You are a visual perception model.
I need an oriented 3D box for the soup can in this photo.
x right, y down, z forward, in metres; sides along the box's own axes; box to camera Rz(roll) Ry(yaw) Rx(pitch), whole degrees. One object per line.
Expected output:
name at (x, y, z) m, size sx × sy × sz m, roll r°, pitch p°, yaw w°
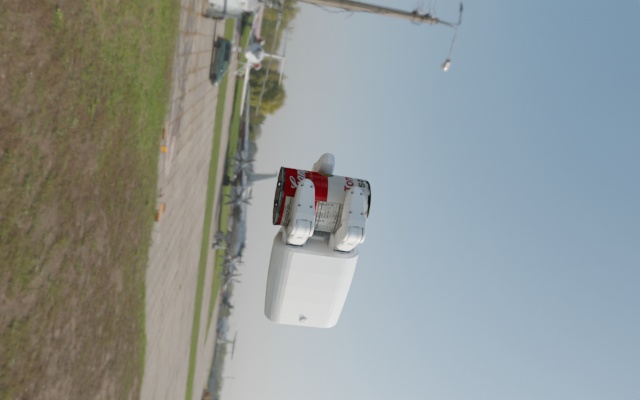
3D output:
soup can at (0.000, 0.001, 0.549) m, size 0.102 × 0.068 × 0.068 m, roll 8°, pitch -1°, yaw -10°
